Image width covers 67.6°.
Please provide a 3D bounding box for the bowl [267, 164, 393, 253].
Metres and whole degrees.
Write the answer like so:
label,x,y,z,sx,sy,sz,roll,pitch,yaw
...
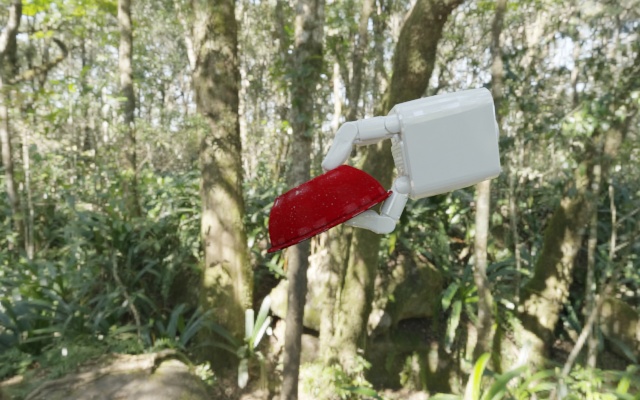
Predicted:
label,x,y,z,sx,sy,sz,roll,pitch,yaw
bowl,-0.001,0.002,0.555,0.162,0.055,0.162,-26,1,1
